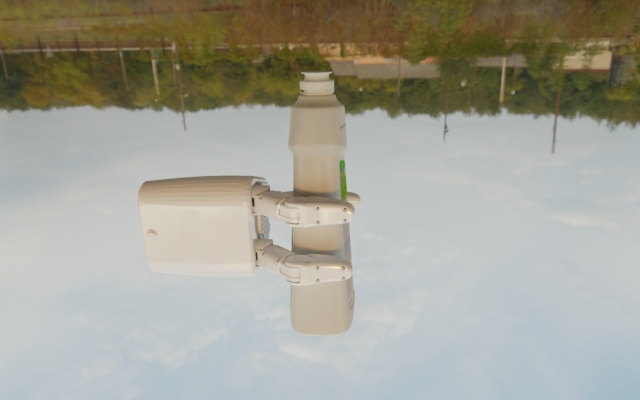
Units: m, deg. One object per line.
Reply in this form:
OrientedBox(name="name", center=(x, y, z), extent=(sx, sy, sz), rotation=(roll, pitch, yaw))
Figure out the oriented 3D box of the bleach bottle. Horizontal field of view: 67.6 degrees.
OrientedBox(name="bleach bottle", center=(0.000, 0.002, 0.473), extent=(0.068, 0.251, 0.102), rotation=(0, 18, 4))
